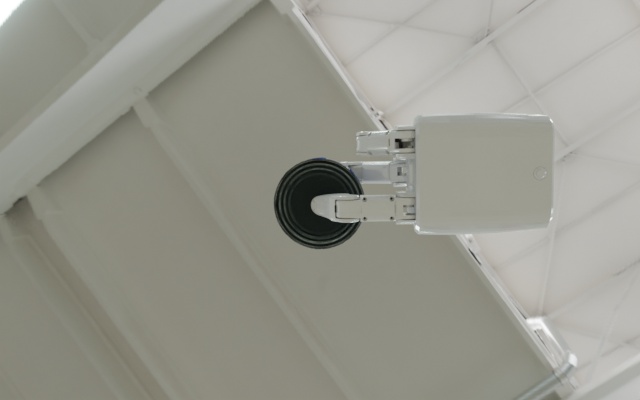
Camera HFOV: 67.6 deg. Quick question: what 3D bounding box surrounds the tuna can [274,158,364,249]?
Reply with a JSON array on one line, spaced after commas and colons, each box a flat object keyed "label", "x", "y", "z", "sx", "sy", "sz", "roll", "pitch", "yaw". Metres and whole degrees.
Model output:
[{"label": "tuna can", "x": 0.000, "y": 0.001, "z": 0.460, "sx": 0.086, "sy": 0.086, "sz": 0.033, "roll": 0, "pitch": 8, "yaw": 4}]
